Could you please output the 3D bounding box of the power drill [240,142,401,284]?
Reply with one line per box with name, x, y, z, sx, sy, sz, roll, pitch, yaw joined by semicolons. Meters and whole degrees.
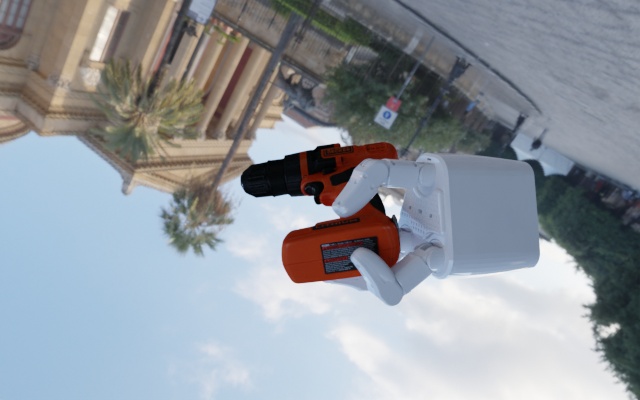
power drill;0.000;0.002;0.494;0.184;0.057;0.187;-10;33;4
